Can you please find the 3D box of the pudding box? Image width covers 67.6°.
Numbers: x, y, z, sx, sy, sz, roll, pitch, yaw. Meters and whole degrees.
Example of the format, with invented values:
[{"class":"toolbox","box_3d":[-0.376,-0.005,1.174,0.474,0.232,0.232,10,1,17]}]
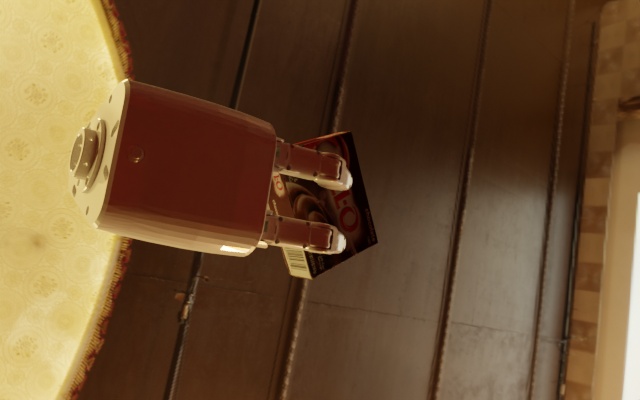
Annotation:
[{"class":"pudding box","box_3d":[0.000,0.001,0.429,0.090,0.113,0.039,-22,14,-39]}]
